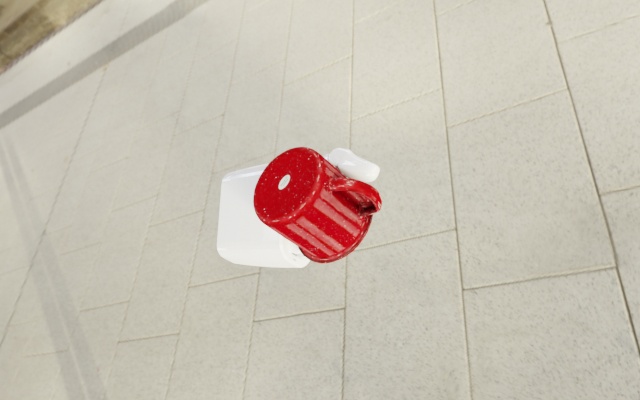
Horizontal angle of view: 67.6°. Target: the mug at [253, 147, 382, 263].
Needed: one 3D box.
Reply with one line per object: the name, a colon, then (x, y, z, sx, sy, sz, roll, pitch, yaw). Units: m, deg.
mug: (0.001, 0.001, 0.447, 0.117, 0.093, 0.081, -6, -30, 36)
